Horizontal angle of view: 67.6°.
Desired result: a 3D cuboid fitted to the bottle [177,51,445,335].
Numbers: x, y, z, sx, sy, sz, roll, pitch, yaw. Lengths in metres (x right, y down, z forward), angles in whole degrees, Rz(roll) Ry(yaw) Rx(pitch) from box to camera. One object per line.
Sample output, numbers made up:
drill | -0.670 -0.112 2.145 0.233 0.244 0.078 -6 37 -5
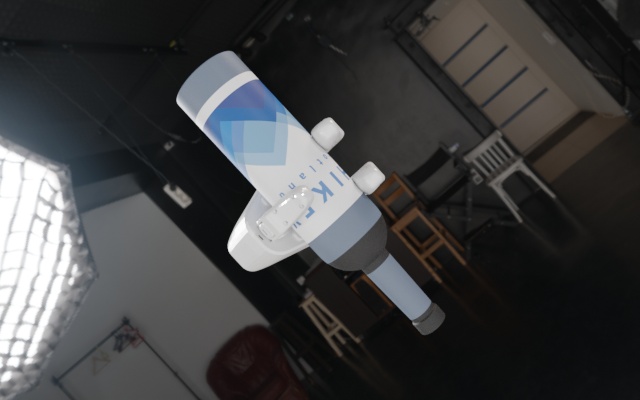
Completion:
bottle | 0.000 0.001 0.419 0.069 0.296 0.069 -43 1 1
